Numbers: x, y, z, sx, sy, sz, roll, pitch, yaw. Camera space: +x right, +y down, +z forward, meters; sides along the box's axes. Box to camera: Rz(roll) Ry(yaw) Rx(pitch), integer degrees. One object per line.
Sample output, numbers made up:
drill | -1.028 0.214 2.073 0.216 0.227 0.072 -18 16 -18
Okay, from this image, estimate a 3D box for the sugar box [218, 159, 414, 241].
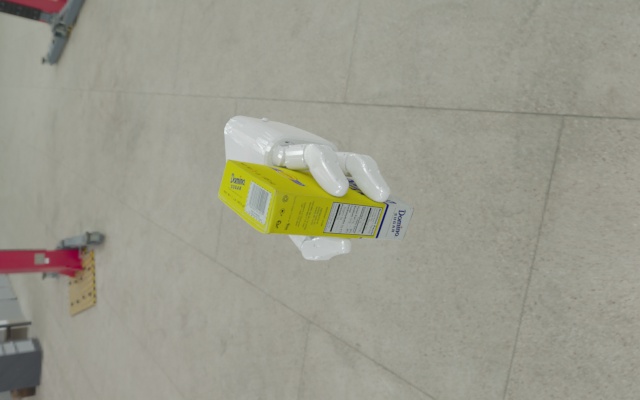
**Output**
sugar box | 0.000 0.001 0.473 0.176 0.048 0.093 3 19 -40
